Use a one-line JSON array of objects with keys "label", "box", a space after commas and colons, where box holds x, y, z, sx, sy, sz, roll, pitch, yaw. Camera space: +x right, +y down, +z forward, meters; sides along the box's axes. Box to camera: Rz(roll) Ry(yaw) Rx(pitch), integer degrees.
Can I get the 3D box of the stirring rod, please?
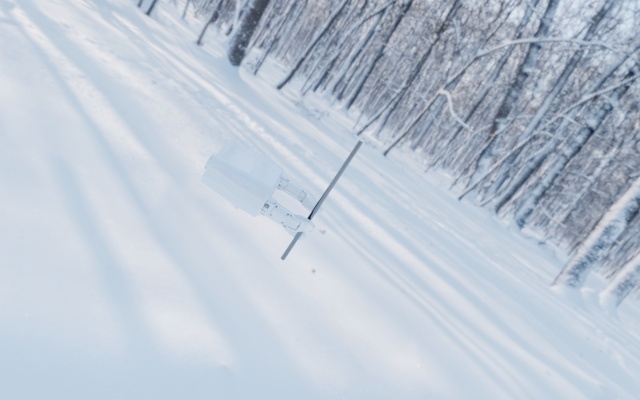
[{"label": "stirring rod", "box": [0.000, 0.003, 0.793, 0.011, 0.239, 0.011, 32, 12, -8]}]
